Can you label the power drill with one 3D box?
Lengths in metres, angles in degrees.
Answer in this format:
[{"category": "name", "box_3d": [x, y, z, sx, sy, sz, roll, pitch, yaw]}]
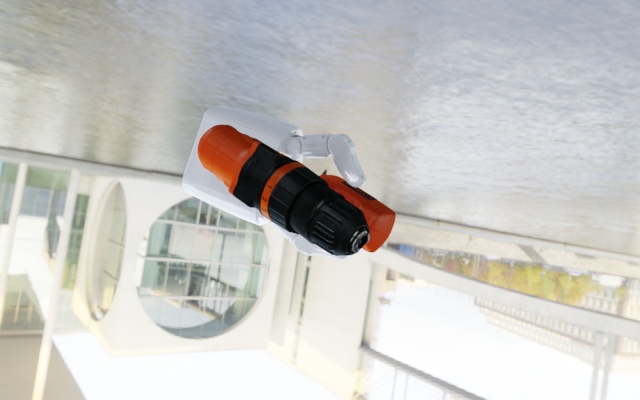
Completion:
[{"category": "power drill", "box_3d": [0.000, 0.001, 0.445, 0.184, 0.057, 0.188, 35, 6, 33]}]
